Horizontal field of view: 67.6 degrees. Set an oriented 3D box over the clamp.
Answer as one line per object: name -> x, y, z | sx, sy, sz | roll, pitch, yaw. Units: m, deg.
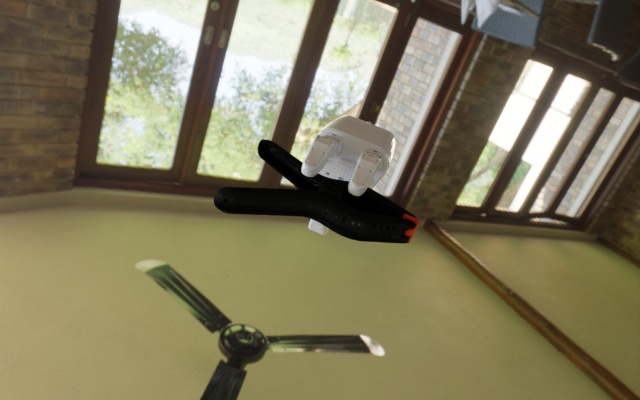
clamp -> 0.000, 0.002, 0.508 | 0.210, 0.036, 0.164 | 23, 28, 6
